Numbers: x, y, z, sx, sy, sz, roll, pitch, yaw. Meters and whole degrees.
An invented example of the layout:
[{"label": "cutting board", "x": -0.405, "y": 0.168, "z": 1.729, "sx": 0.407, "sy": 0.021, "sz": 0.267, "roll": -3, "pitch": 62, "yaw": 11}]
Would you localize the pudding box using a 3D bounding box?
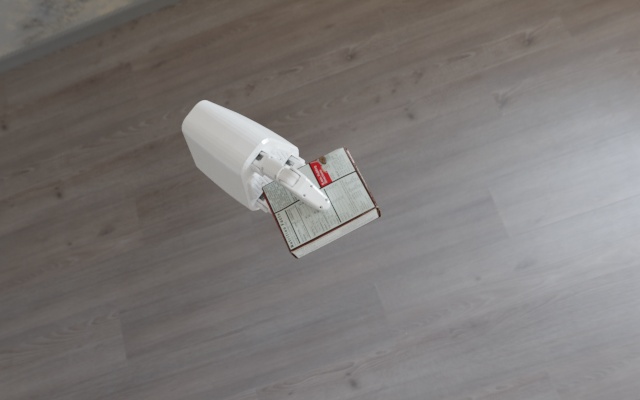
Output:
[{"label": "pudding box", "x": 0.000, "y": 0.002, "z": 0.551, "sx": 0.113, "sy": 0.090, "sz": 0.039, "roll": -28, "pitch": -21, "yaw": 4}]
